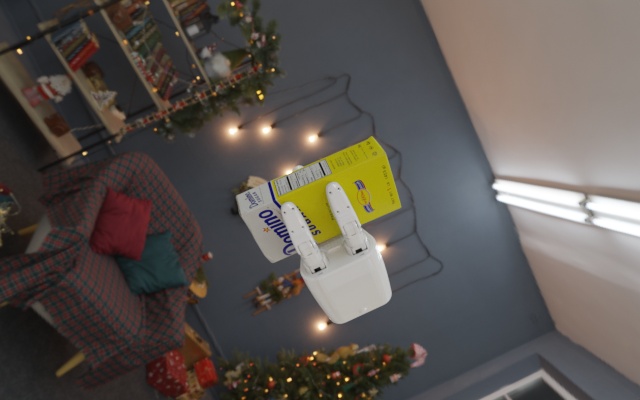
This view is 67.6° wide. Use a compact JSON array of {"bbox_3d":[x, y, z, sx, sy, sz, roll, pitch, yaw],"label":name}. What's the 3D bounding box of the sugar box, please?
[{"bbox_3d":[0.000,0.002,0.566,0.176,0.093,0.048,-26,41,-1],"label":"sugar box"}]
